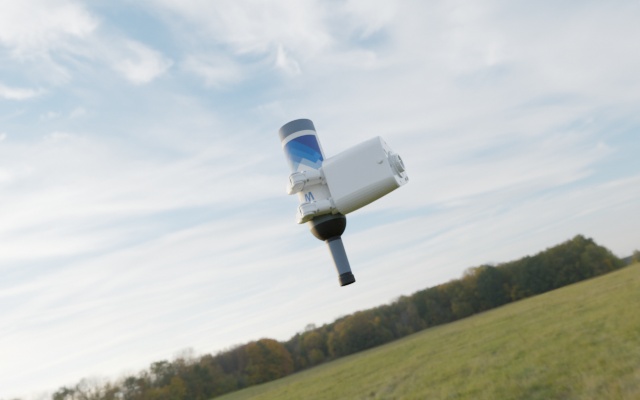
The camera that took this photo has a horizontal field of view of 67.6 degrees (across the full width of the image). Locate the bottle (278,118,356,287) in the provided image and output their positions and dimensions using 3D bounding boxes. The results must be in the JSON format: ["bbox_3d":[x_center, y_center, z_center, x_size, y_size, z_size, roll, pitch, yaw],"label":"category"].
[{"bbox_3d":[0.000,0.002,0.816,0.069,0.295,0.069,-17,-17,-6],"label":"bottle"}]
